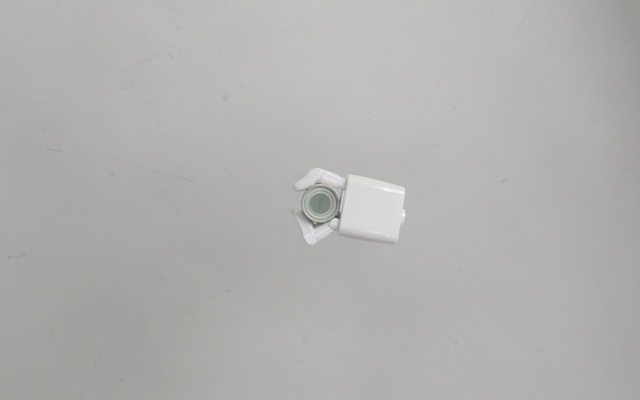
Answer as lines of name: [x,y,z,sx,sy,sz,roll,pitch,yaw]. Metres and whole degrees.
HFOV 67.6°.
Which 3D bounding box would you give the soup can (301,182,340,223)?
soup can: [0.000,0.003,0.864,0.068,0.068,0.102,0,4,0]
